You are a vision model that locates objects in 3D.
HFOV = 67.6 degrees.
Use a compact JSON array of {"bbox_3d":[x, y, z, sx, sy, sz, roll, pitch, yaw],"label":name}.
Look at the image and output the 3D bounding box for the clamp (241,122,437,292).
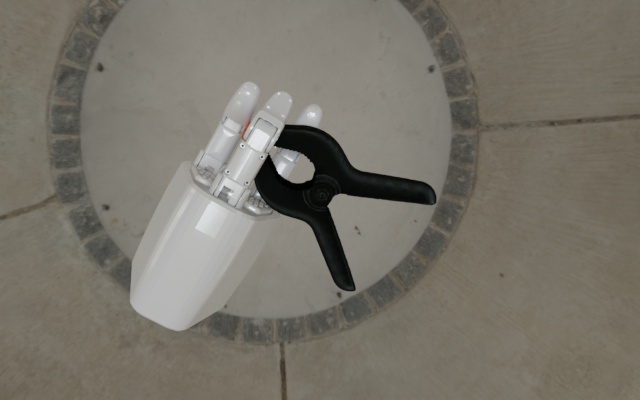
[{"bbox_3d":[0.000,0.001,0.408,0.171,0.120,0.039,30,7,-8],"label":"clamp"}]
